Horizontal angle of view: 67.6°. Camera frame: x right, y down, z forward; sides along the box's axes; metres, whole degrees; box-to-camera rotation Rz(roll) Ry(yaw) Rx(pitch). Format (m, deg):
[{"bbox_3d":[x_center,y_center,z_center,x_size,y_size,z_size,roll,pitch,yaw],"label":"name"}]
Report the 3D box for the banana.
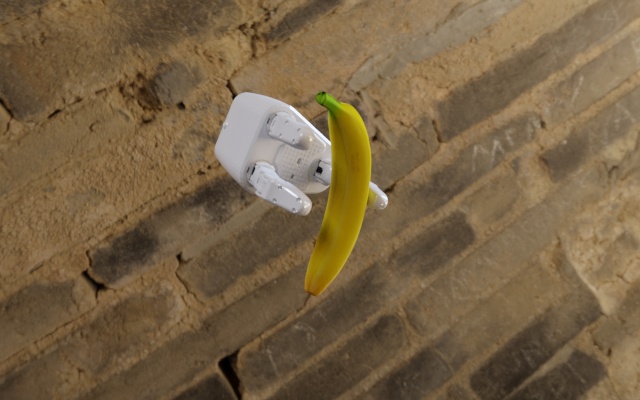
[{"bbox_3d":[0.016,-0.005,0.445,0.069,0.198,0.037,-13,27,-32],"label":"banana"}]
